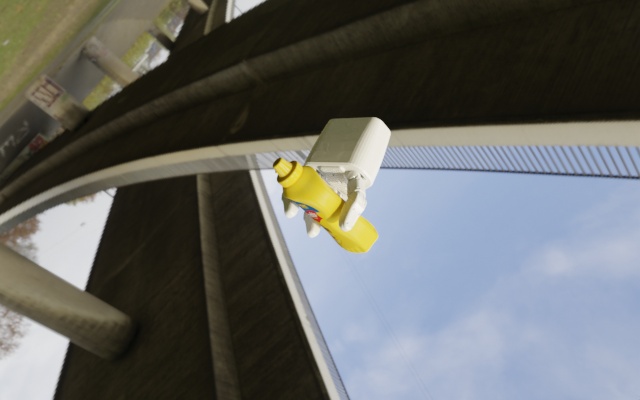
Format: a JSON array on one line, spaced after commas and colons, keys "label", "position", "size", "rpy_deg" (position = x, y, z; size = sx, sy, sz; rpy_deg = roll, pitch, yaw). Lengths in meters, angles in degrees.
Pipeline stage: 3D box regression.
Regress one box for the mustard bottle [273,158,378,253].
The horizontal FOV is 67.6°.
[{"label": "mustard bottle", "position": [0.000, 0.003, 0.715], "size": [0.192, 0.058, 0.096], "rpy_deg": [43, -8, -30]}]
